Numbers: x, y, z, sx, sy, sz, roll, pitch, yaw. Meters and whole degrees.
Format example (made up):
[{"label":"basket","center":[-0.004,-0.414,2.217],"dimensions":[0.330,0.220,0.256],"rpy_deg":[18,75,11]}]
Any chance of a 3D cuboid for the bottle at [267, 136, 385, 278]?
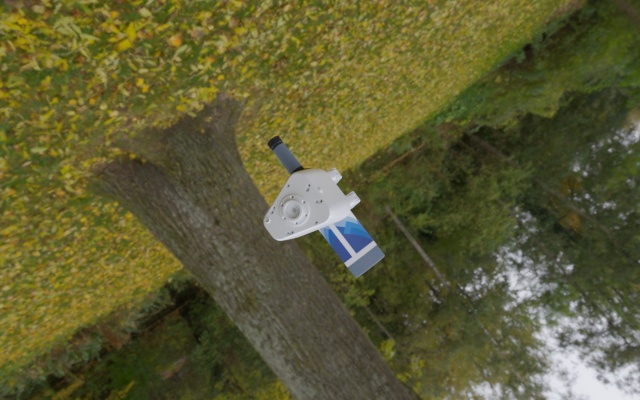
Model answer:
[{"label":"bottle","center":[0.000,0.003,0.872],"dimensions":[0.069,0.295,0.069],"rpy_deg":[-37,-7,-6]}]
